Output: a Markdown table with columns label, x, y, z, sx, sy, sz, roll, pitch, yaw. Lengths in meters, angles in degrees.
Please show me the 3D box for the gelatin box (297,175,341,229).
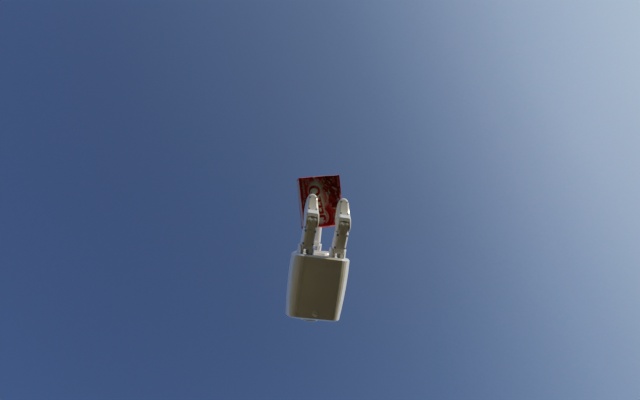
| label | x | y | z | sx | sy | sz | roll | pitch | yaw |
| --- | --- | --- | --- | --- | --- | --- | --- | --- | --- |
| gelatin box | 0.000 | 0.002 | 0.829 | 0.073 | 0.089 | 0.030 | -5 | -5 | -12 |
